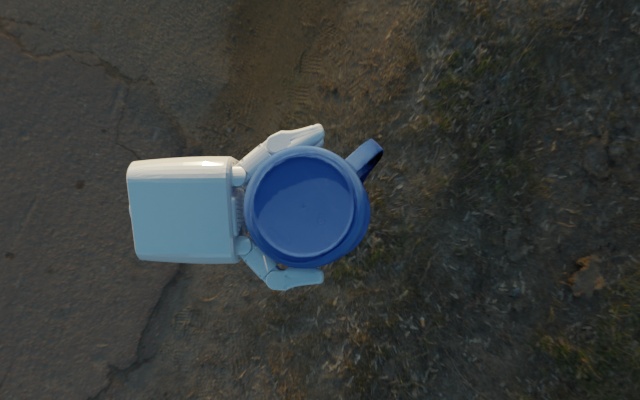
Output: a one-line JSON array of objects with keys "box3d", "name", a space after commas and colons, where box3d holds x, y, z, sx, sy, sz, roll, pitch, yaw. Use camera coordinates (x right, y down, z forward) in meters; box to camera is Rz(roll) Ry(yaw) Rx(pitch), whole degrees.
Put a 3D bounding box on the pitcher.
[{"box3d": [0.000, 0.002, 0.525, 0.145, 0.149, 0.243, 0, -2, 3], "name": "pitcher"}]
